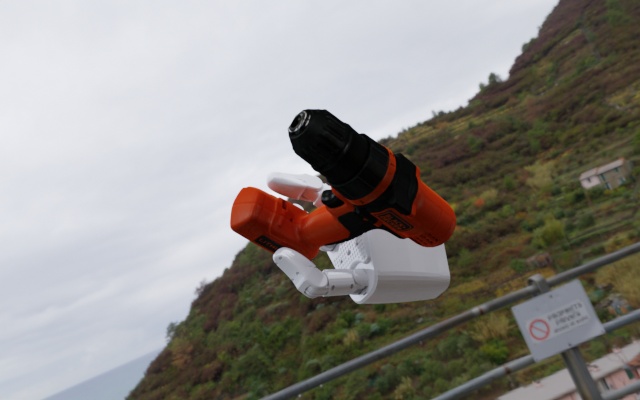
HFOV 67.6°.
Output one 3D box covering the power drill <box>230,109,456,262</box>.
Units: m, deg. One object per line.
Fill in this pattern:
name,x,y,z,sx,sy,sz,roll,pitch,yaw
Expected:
power drill,0.000,0.002,0.434,0.184,0.057,0.188,35,-34,-32
